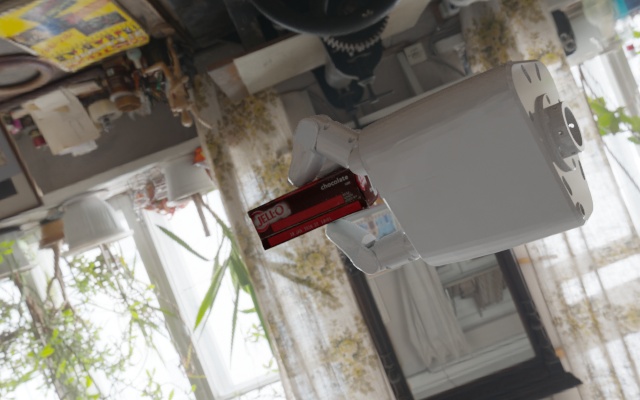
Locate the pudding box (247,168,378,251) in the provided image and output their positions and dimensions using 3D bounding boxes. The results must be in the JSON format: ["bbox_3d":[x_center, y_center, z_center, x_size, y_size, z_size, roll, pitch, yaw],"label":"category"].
[{"bbox_3d":[0.000,0.001,0.407,0.090,0.039,0.113,-22,-1,12],"label":"pudding box"}]
